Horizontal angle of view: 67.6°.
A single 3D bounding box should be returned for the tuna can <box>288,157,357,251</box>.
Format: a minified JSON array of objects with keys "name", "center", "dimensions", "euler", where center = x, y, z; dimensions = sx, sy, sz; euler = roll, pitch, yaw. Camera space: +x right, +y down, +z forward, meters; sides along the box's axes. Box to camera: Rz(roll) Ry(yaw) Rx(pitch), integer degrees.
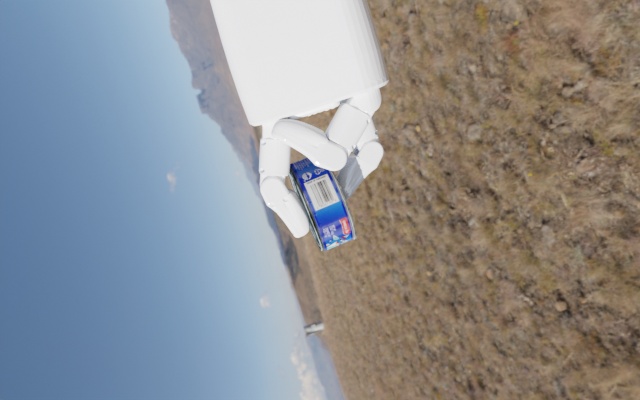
[{"name":"tuna can","center":[0.000,0.002,0.431],"dimensions":[0.034,0.086,0.086],"euler":[-23,2,-5]}]
